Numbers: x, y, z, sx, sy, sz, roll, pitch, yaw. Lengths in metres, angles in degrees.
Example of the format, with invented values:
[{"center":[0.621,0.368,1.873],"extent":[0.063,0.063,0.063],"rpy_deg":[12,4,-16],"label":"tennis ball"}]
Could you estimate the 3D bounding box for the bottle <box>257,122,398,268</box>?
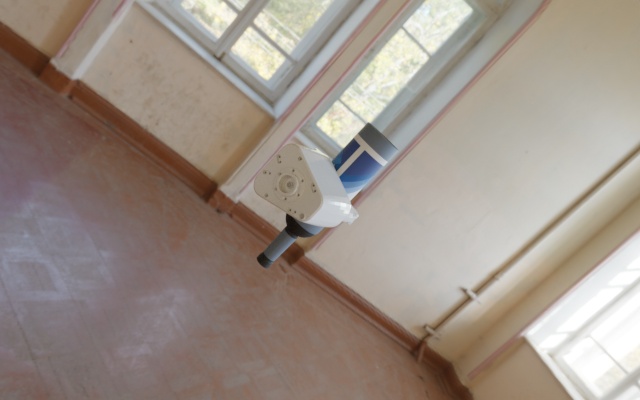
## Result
[{"center":[0.000,0.002,0.784],"extent":[0.069,0.296,0.069],"rpy_deg":[41,13,-11],"label":"bottle"}]
